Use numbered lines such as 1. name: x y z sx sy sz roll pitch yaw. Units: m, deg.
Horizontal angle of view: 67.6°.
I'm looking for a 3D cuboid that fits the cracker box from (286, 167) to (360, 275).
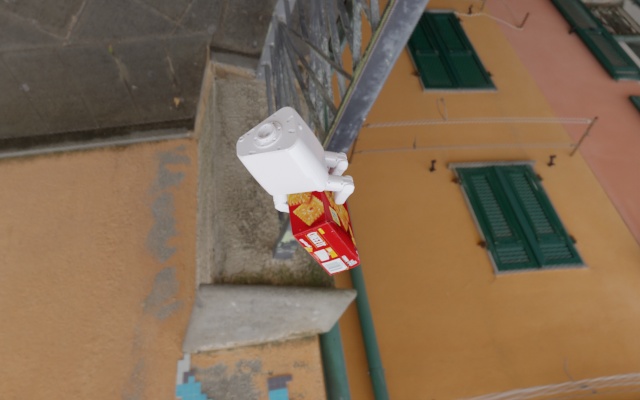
1. cracker box: 0.000 0.003 0.865 0.072 0.213 0.164 -21 -38 14
